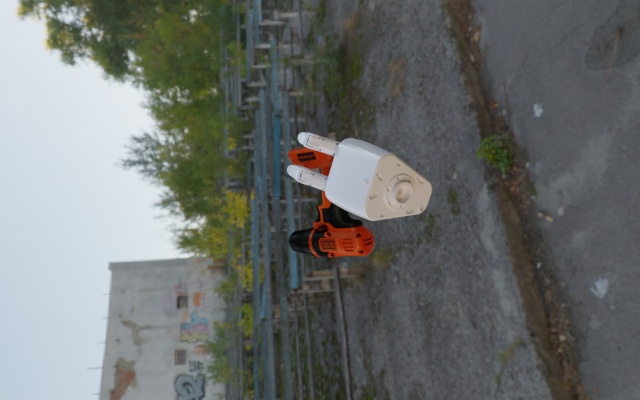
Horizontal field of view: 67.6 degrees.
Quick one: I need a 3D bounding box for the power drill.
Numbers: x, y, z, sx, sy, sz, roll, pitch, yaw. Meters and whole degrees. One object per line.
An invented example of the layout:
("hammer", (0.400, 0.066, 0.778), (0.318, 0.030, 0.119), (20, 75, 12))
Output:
("power drill", (0.000, 0.002, 0.793), (0.184, 0.187, 0.057), (-5, 9, 45))
